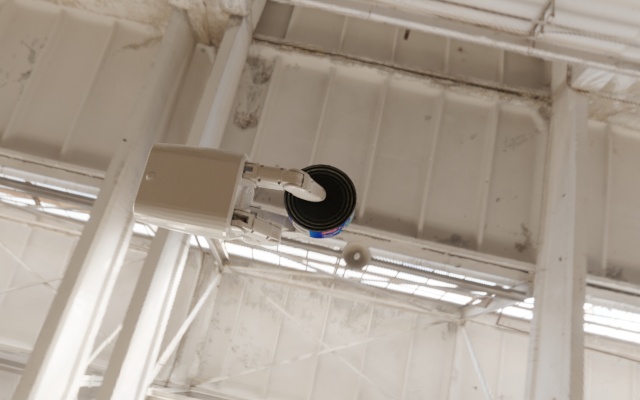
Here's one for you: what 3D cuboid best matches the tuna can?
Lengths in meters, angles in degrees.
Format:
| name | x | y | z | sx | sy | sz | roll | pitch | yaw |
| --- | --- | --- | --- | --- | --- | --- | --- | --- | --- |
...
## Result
| name | x | y | z | sx | sy | sz | roll | pitch | yaw |
| --- | --- | --- | --- | --- | --- | --- | --- | --- | --- |
| tuna can | 0.000 | 0.002 | 0.575 | 0.086 | 0.086 | 0.034 | 0 | -22 | 2 |
